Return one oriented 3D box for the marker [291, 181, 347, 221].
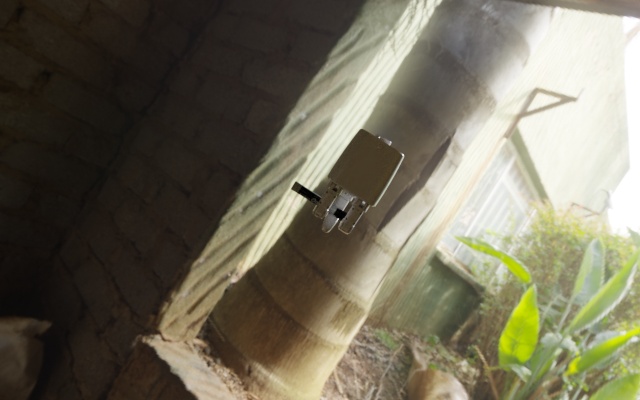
[{"bbox_3d":[0.000,0.003,0.891,0.121,0.020,0.020,32,-1,-2],"label":"marker"}]
